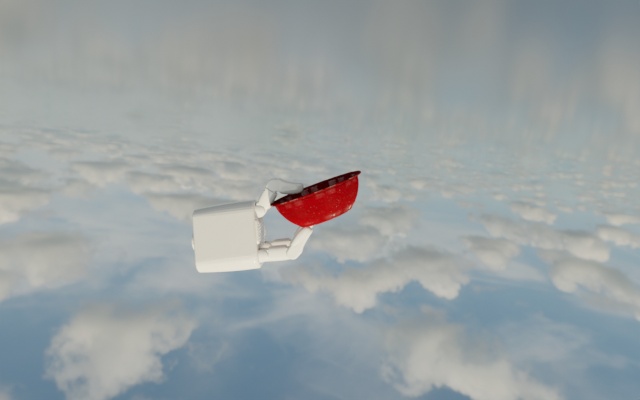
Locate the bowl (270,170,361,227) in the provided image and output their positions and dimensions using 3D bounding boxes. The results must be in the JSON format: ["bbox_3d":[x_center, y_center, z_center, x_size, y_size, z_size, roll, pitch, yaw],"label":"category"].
[{"bbox_3d":[0.001,0.003,0.795,0.162,0.055,0.162,-21,6,2],"label":"bowl"}]
